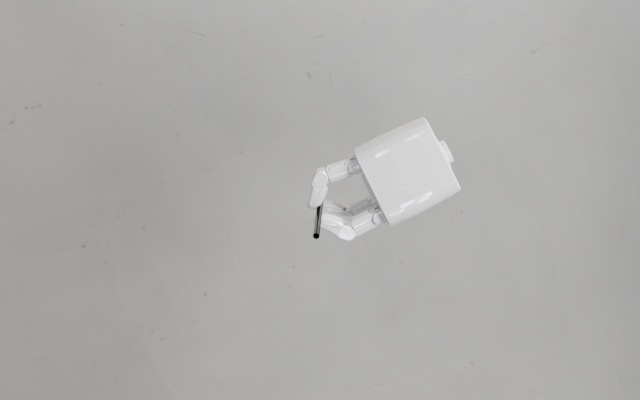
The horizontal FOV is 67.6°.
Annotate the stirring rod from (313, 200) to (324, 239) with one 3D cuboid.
[{"bbox_3d":[0.000,0.002,0.694,0.011,0.011,0.239,0,20,3],"label":"stirring rod"}]
